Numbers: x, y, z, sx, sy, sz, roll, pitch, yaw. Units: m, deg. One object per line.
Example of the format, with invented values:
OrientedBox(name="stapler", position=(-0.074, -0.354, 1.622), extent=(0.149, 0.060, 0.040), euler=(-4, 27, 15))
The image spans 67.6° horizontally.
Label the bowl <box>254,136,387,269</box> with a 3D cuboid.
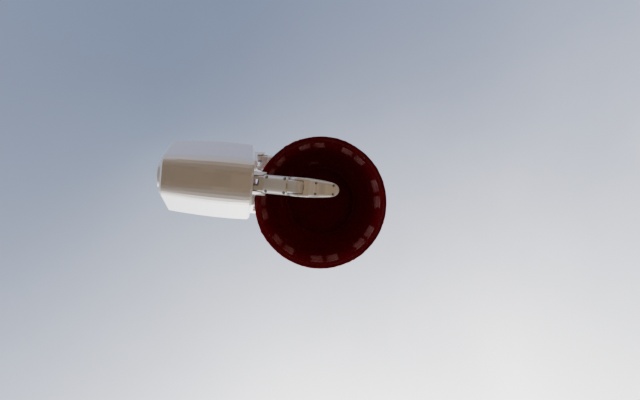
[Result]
OrientedBox(name="bowl", position=(0.001, 0.002, 0.606), extent=(0.162, 0.162, 0.055), euler=(0, 2, 0))
